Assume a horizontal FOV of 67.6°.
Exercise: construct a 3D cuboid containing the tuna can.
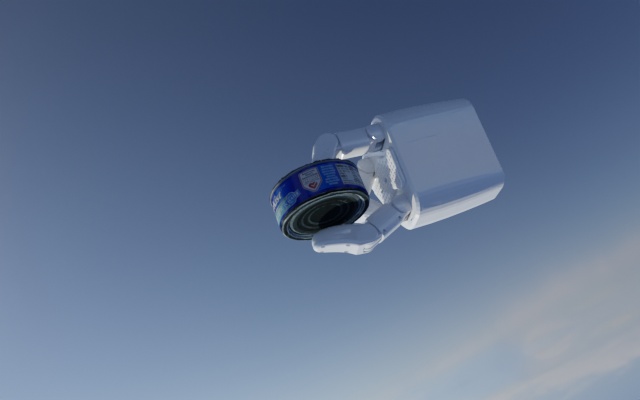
[{"bbox_3d":[0.000,0.002,0.428,0.086,0.033,0.086,-17,-28,-9],"label":"tuna can"}]
